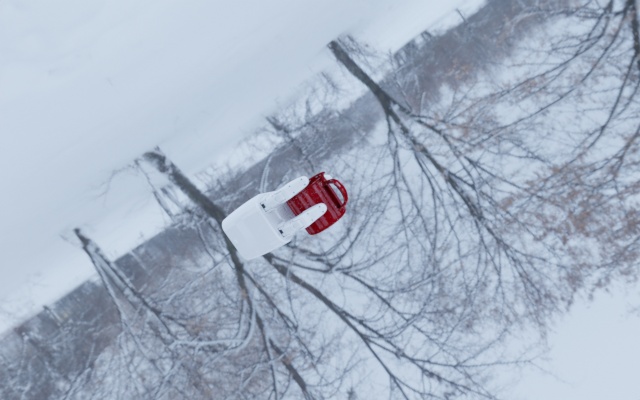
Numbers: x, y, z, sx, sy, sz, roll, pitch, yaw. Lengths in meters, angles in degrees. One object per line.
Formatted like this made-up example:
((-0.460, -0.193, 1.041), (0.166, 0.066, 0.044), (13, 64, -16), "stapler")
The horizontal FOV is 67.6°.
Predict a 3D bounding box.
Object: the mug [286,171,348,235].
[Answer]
((0.001, 0.002, 0.841), (0.117, 0.081, 0.093), (-28, 11, 35), "mug")
